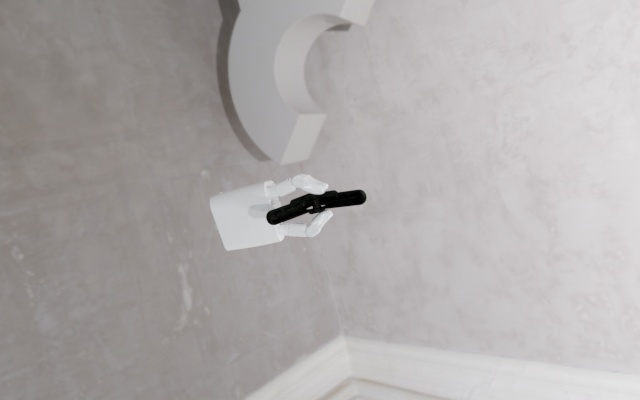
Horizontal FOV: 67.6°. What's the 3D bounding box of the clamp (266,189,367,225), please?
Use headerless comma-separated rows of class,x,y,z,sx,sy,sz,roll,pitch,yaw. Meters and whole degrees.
clamp,0.000,0.004,0.852,0.164,0.036,0.210,-12,5,6
